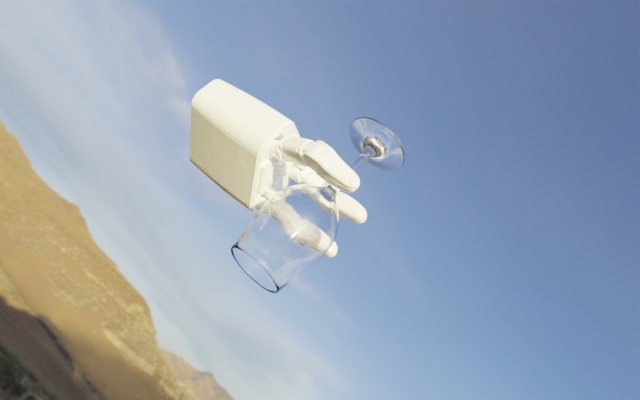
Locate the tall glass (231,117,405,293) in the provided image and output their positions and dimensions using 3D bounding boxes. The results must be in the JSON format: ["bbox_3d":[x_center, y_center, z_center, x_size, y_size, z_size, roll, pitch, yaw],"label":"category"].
[{"bbox_3d":[0.001,0.001,0.491,0.201,0.079,0.079,-46,24,-26],"label":"tall glass"}]
